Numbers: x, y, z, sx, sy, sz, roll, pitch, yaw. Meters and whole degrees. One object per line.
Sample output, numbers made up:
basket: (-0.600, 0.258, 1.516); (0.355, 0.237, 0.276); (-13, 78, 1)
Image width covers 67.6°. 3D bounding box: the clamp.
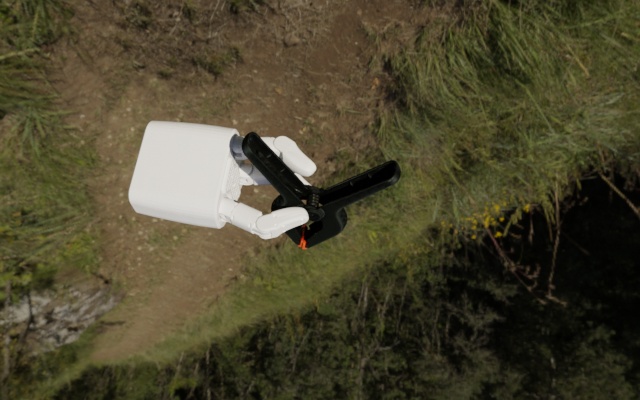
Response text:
clamp: (0.000, 0.003, 0.560); (0.164, 0.036, 0.210); (9, -32, 4)
